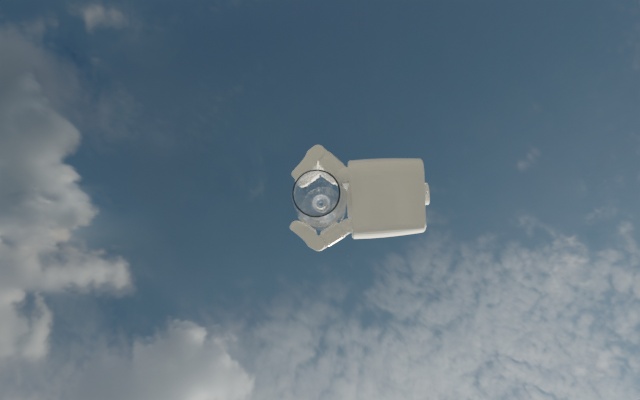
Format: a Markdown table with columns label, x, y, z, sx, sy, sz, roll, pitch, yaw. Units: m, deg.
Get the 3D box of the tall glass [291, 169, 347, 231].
| label | x | y | z | sx | sy | sz | roll | pitch | yaw |
| --- | --- | --- | --- | --- | --- | --- | --- | --- | --- |
| tall glass | 0.000 | 0.002 | 0.702 | 0.079 | 0.079 | 0.201 | 0 | -7 | 3 |
